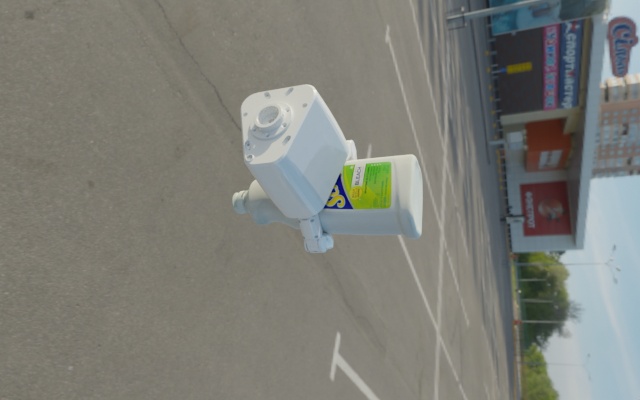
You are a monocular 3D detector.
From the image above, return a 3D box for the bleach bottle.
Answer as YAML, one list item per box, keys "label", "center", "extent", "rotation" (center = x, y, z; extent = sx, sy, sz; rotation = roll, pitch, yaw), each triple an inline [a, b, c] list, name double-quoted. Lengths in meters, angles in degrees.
- label: "bleach bottle"
  center: [0.000, 0.002, 0.614]
  extent: [0.251, 0.102, 0.068]
  rotation: [-4, -31, 21]
